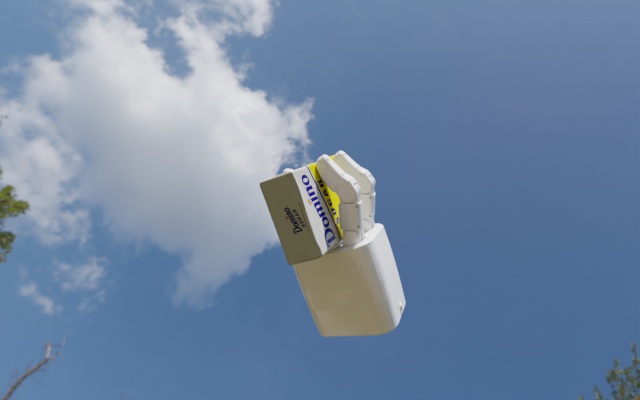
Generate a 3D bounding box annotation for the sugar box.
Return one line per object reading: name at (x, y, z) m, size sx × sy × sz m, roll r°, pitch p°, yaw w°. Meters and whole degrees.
sugar box at (0.001, 0.002, 0.552) m, size 0.048 × 0.093 × 0.176 m, roll -18°, pitch 6°, yaw 21°
